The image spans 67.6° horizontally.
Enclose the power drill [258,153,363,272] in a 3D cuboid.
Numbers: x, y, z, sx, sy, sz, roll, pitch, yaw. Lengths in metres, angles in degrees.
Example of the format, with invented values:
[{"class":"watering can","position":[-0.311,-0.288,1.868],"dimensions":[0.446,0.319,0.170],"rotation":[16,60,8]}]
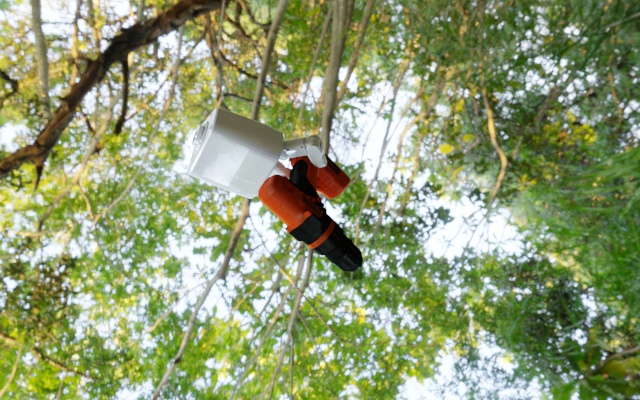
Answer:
[{"class":"power drill","position":[0.000,0.002,0.725],"dimensions":[0.057,0.184,0.187],"rotation":[-39,17,24]}]
